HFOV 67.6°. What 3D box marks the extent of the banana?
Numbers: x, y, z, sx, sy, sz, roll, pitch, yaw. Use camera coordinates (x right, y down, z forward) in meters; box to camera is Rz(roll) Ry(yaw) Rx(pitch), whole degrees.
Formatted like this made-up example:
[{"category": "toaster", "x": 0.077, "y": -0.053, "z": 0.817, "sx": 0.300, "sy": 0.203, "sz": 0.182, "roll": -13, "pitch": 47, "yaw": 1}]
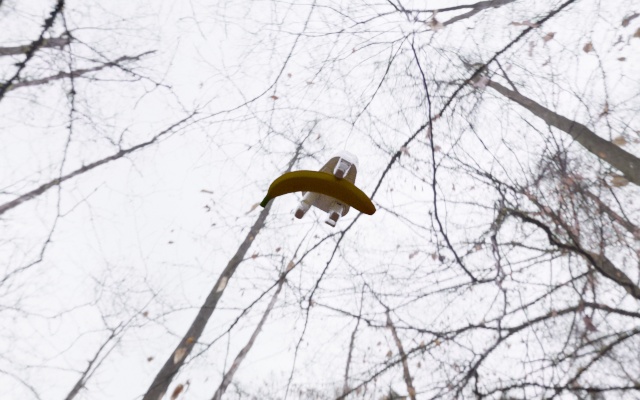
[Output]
[{"category": "banana", "x": -0.002, "y": -0.016, "z": 0.806, "sx": 0.198, "sy": 0.069, "sz": 0.037, "roll": 4, "pitch": 10, "yaw": 6}]
